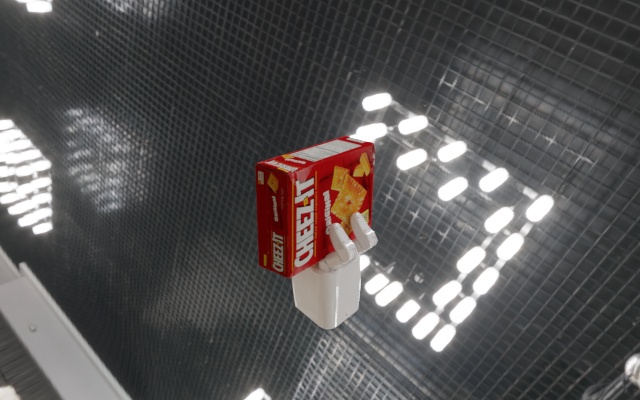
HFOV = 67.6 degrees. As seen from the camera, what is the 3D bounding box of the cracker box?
[{"bbox_3d":[0.000,0.002,0.744,0.072,0.164,0.213,17,27,35],"label":"cracker box"}]
